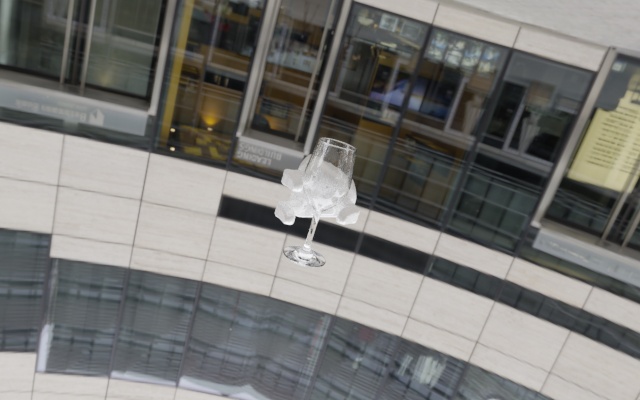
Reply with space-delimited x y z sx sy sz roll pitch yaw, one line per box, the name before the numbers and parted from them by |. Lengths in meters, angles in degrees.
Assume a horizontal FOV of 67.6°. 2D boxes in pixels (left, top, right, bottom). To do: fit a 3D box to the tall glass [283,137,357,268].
tall glass | 0.000 0.003 0.771 0.079 0.201 0.079 15 17 -5
